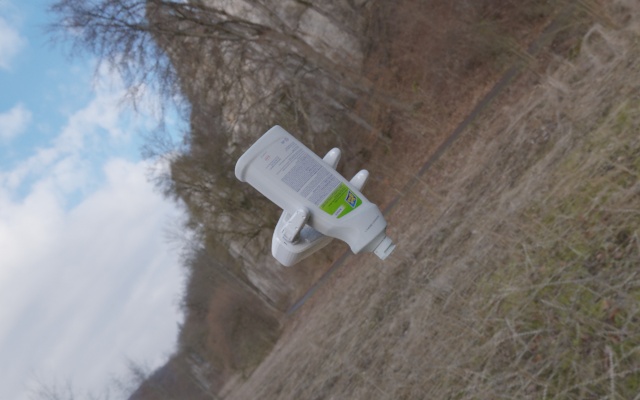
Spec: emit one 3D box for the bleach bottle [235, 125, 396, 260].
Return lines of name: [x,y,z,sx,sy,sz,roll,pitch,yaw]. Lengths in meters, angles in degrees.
bleach bottle: [0.000,0.002,0.705,0.251,0.102,0.068,40,-22,7]
